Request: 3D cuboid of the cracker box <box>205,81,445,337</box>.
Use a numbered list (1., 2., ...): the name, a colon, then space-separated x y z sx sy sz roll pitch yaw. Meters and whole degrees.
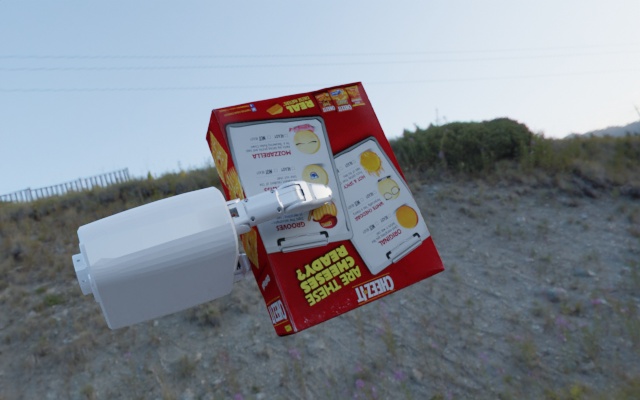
1. cracker box: 0.000 0.001 0.471 0.164 0.213 0.072 -17 -12 -24
